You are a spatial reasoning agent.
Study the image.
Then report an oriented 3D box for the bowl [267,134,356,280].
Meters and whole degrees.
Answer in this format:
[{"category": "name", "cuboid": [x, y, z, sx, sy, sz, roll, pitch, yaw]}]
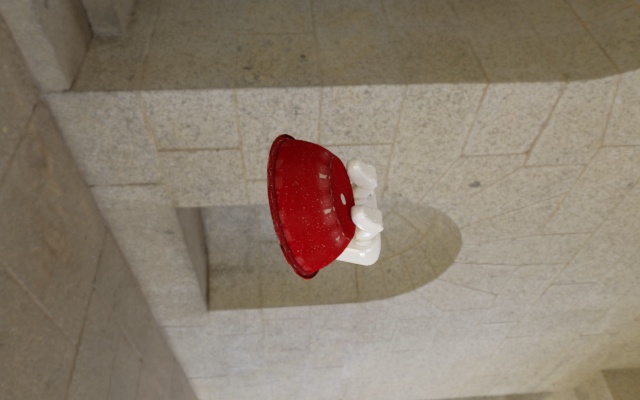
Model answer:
[{"category": "bowl", "cuboid": [0.000, 0.002, 0.517, 0.055, 0.162, 0.162, -10, -3, 18]}]
